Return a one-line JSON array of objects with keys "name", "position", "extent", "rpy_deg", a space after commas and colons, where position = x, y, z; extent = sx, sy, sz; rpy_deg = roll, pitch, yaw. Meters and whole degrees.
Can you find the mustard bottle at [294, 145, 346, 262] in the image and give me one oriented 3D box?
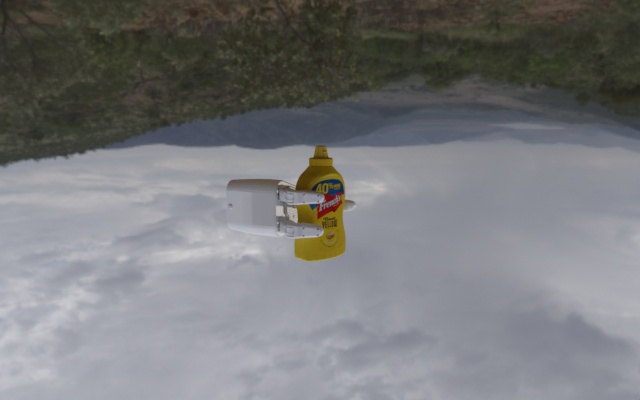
[{"name": "mustard bottle", "position": [0.000, 0.003, 0.814], "extent": [0.096, 0.191, 0.058], "rpy_deg": [-7, 11, -38]}]
